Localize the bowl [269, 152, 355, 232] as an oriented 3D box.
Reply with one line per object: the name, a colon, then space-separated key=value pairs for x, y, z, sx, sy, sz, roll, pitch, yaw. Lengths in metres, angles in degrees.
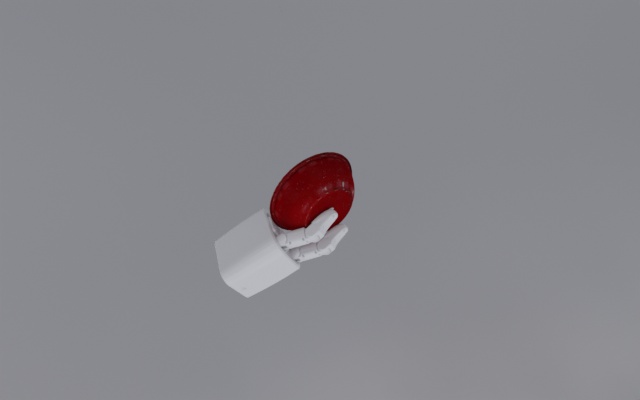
bowl: x=0.001 y=0.002 z=0.778 sx=0.162 sy=0.162 sz=0.055 roll=0 pitch=37 yaw=-43
